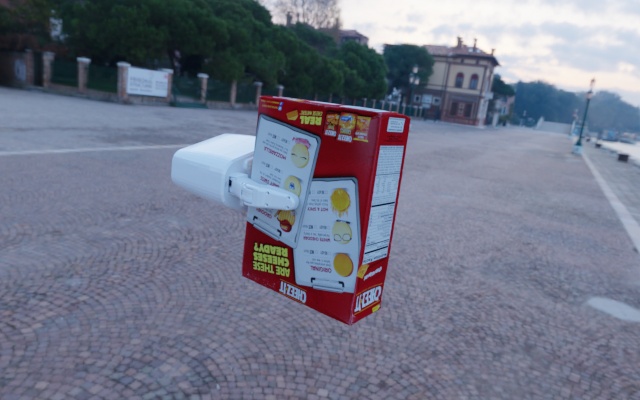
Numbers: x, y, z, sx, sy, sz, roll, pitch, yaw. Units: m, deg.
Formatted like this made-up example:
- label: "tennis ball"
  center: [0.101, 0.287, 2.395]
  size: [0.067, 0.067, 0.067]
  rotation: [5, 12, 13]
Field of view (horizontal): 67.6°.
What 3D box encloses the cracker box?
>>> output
- label: "cracker box"
  center: [0.000, 0.002, 0.524]
  size: [0.164, 0.214, 0.072]
  rotation: [16, 15, 37]
